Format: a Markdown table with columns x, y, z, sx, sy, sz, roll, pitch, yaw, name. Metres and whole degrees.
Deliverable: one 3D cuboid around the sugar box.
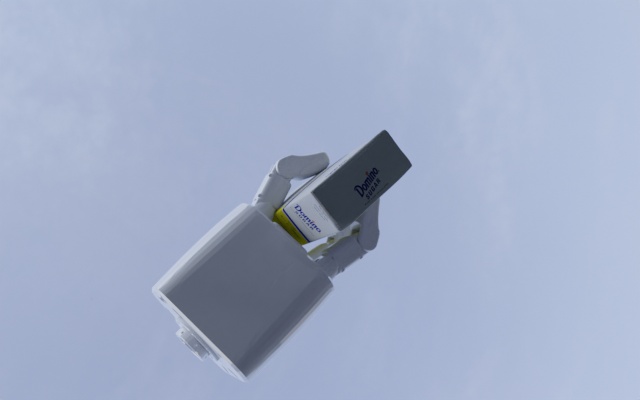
| x | y | z | sx | sy | sz | roll | pitch | yaw | name |
| --- | --- | --- | --- | --- | --- | --- | --- | --- | --- |
| 0.000 | 0.002 | 0.449 | 0.093 | 0.048 | 0.176 | -41 | 8 | -26 | sugar box |
